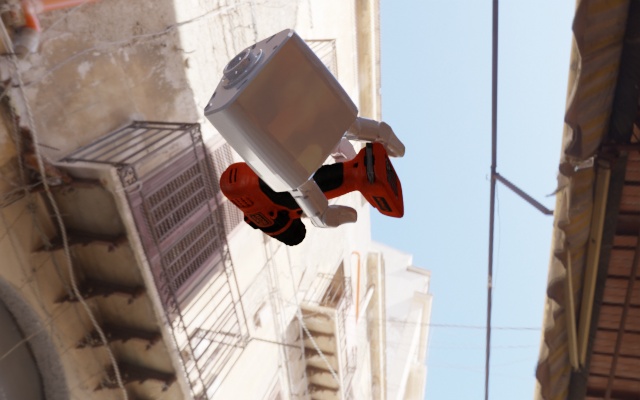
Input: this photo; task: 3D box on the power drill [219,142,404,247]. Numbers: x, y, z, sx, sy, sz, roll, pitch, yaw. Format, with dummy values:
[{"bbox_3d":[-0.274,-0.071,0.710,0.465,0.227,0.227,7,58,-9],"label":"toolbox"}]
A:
[{"bbox_3d":[0.000,0.002,0.568,0.187,0.057,0.184,-12,-28,17],"label":"power drill"}]
